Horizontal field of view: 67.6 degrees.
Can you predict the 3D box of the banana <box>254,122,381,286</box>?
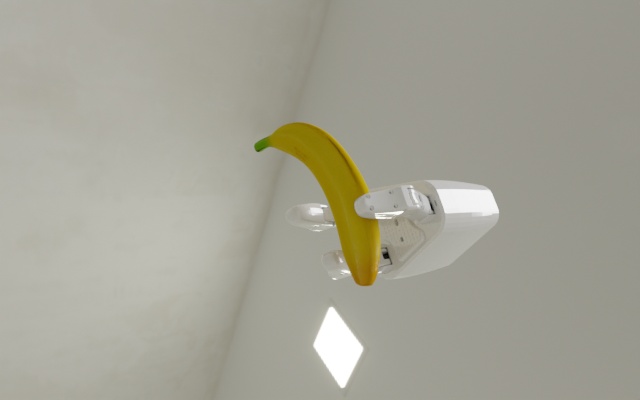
[{"bbox_3d":[0.007,-0.015,0.441,0.037,0.070,0.197,1,42,-44],"label":"banana"}]
